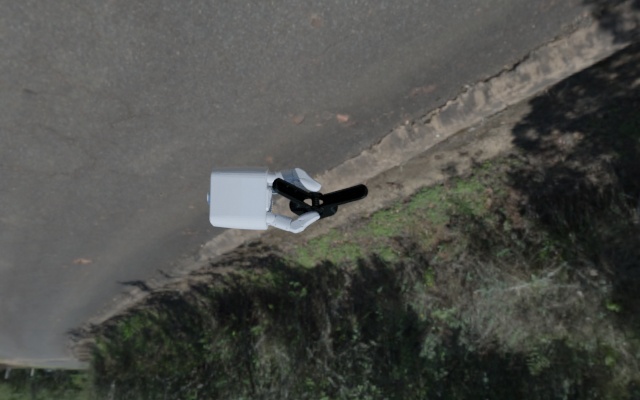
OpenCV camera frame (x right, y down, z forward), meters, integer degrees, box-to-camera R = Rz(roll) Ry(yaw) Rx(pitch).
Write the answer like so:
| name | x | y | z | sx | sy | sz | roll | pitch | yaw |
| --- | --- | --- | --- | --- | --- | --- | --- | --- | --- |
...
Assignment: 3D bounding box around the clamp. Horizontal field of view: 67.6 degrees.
| name | x | y | z | sx | sy | sz | roll | pitch | yaw |
| --- | --- | --- | --- | --- | --- | --- | --- | --- | --- |
| clamp | 0.000 | 0.004 | 0.898 | 0.164 | 0.036 | 0.210 | 3 | -16 | 1 |
